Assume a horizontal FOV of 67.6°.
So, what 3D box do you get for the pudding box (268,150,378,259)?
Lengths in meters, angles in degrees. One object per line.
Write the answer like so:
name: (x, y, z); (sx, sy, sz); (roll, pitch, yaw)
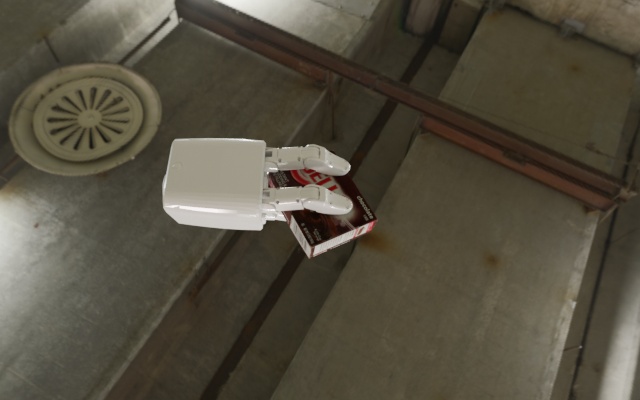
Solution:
pudding box: (0.000, 0.002, 0.571); (0.090, 0.113, 0.039); (-22, -23, -20)
